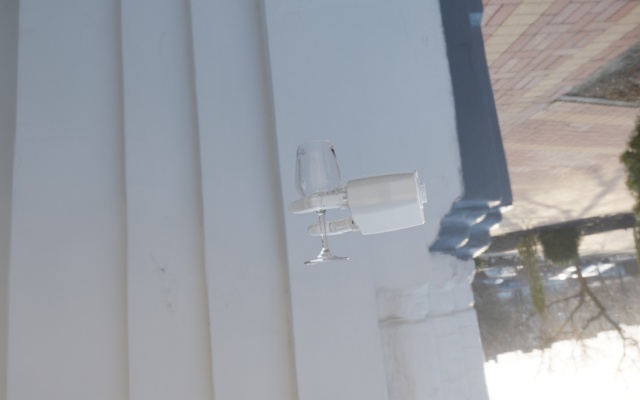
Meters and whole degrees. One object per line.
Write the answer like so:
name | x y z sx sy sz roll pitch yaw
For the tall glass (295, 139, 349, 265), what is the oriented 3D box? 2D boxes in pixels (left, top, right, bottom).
tall glass | 0.000 0.003 0.796 0.079 0.201 0.079 -6 -12 -1
